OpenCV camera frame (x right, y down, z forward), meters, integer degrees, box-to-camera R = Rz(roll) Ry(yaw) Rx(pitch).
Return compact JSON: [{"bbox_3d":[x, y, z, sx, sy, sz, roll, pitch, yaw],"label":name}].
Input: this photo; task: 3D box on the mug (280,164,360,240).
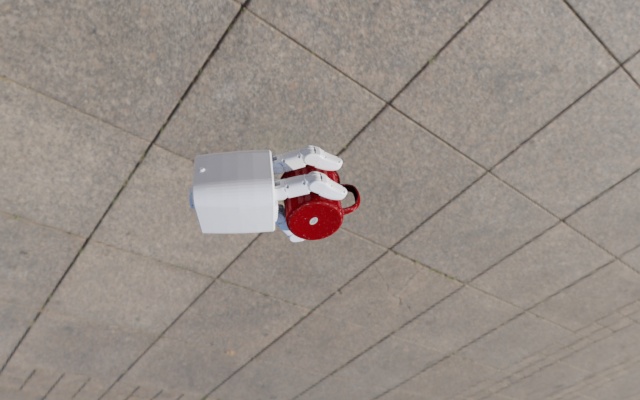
[{"bbox_3d":[0.002,0.002,0.695,0.117,0.093,0.081,-4,45,-6],"label":"mug"}]
